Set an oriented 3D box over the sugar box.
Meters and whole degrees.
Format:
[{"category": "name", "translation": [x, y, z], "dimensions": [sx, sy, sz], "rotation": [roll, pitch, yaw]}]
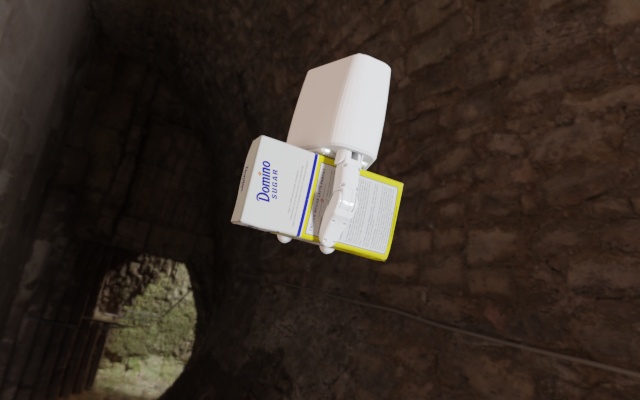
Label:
[{"category": "sugar box", "translation": [0.000, 0.002, 0.522], "dimensions": [0.176, 0.093, 0.048], "rotation": [17, -11, -21]}]
